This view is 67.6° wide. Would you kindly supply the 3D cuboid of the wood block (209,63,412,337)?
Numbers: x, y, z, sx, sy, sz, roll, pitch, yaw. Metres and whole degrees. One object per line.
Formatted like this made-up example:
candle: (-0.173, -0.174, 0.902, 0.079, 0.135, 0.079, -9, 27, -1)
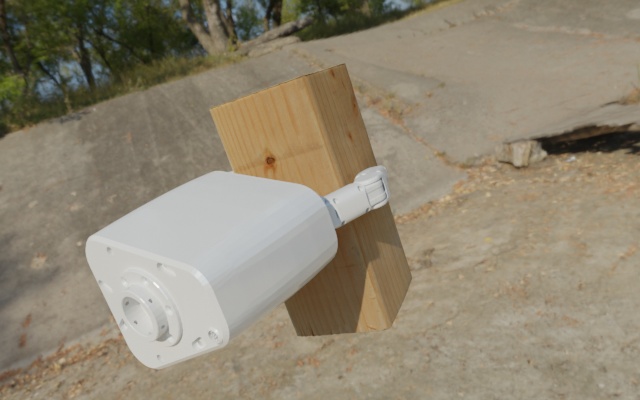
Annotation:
wood block: (0.000, 0.001, 0.408, 0.091, 0.206, 0.090, -12, 15, 27)
